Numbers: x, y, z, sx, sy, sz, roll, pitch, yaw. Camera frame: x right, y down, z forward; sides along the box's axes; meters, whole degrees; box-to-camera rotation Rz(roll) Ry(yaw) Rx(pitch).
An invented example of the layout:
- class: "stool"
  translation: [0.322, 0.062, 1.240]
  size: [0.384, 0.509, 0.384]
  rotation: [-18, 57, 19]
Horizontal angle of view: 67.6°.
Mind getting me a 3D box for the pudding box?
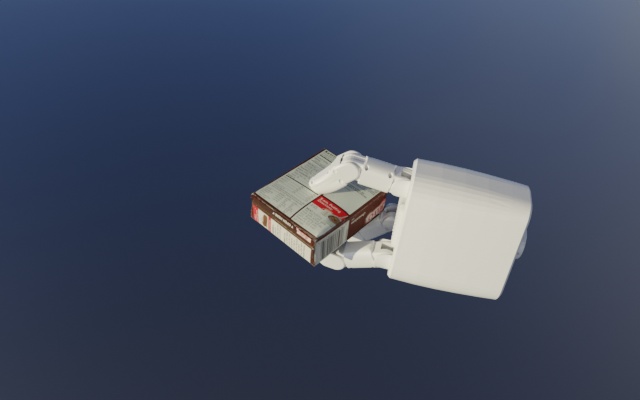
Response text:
- class: "pudding box"
  translation: [0.000, 0.001, 0.484]
  size: [0.090, 0.039, 0.113]
  rotation: [34, 48, 27]
